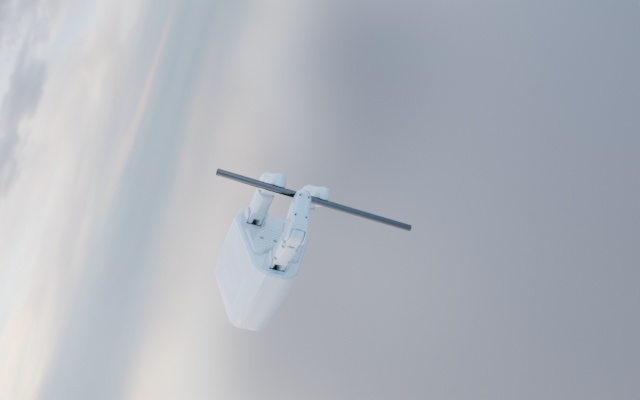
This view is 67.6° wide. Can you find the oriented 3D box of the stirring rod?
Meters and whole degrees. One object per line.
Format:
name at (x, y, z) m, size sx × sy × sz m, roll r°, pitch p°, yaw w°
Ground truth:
stirring rod at (0.000, 0.002, 0.542) m, size 0.239 × 0.011 × 0.011 m, roll 16°, pitch -6°, yaw -20°
